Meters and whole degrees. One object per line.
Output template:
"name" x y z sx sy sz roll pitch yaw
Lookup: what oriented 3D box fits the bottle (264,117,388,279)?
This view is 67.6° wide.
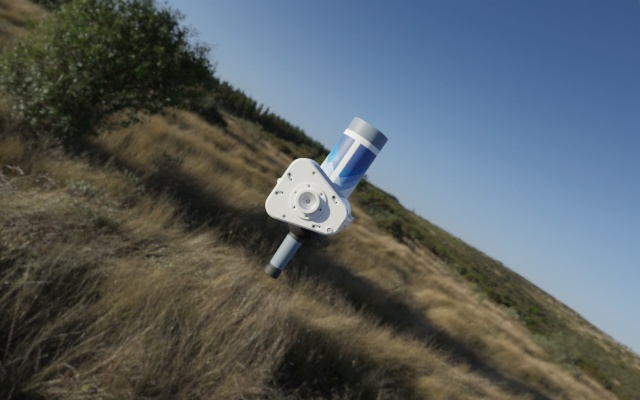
"bottle" 0.000 0.002 0.791 0.069 0.296 0.069 35 3 -2
